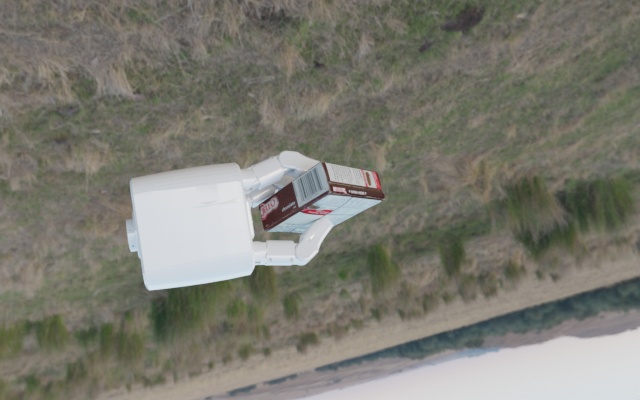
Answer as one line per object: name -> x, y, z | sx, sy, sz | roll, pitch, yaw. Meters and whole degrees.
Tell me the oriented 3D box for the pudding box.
pudding box -> 0.000, 0.002, 0.531 | 0.090, 0.039, 0.113 | 5, -26, -44
